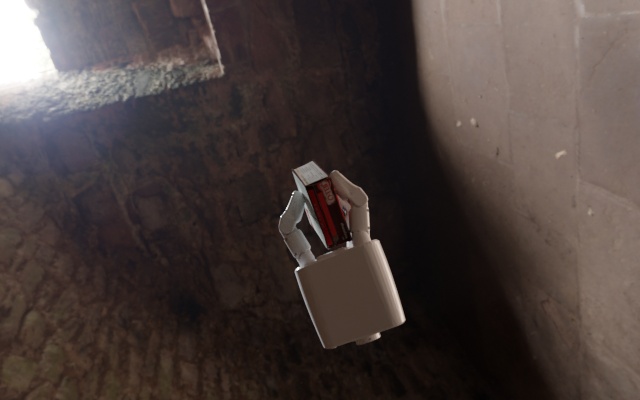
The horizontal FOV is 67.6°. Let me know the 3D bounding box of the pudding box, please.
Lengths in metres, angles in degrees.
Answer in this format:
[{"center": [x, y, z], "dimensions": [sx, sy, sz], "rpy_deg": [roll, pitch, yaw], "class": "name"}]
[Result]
[{"center": [0.000, 0.002, 0.630], "dimensions": [0.039, 0.090, 0.113], "rpy_deg": [-21, 19, -8], "class": "pudding box"}]
